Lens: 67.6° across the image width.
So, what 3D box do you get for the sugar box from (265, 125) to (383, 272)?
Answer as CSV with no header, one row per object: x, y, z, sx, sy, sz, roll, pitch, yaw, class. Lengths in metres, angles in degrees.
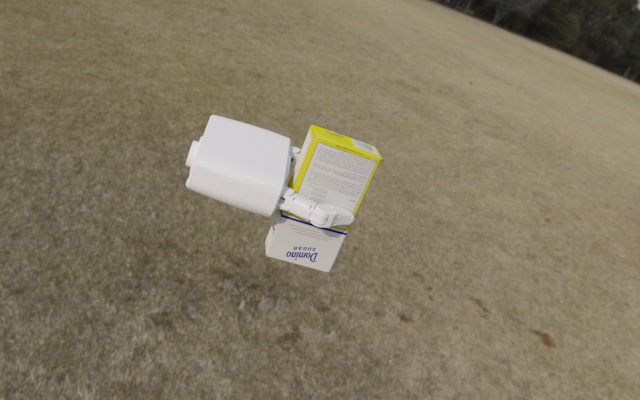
0.000,0.002,0.614,0.093,0.176,0.048,18,25,-15,sugar box
